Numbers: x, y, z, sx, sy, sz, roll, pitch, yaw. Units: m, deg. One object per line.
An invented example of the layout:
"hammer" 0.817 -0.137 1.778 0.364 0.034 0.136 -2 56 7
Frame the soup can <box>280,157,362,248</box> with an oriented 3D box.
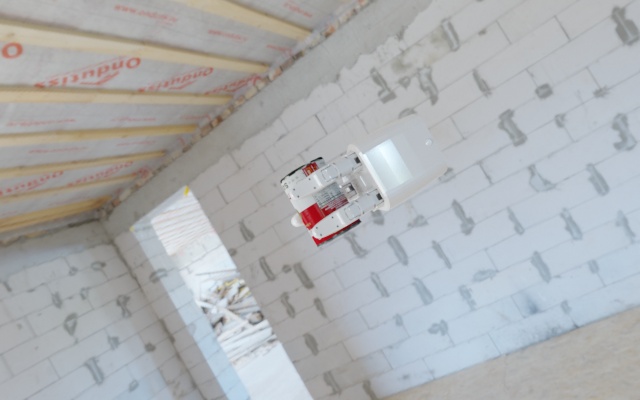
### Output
"soup can" 0.000 0.002 0.631 0.068 0.102 0.068 -30 -2 -1
